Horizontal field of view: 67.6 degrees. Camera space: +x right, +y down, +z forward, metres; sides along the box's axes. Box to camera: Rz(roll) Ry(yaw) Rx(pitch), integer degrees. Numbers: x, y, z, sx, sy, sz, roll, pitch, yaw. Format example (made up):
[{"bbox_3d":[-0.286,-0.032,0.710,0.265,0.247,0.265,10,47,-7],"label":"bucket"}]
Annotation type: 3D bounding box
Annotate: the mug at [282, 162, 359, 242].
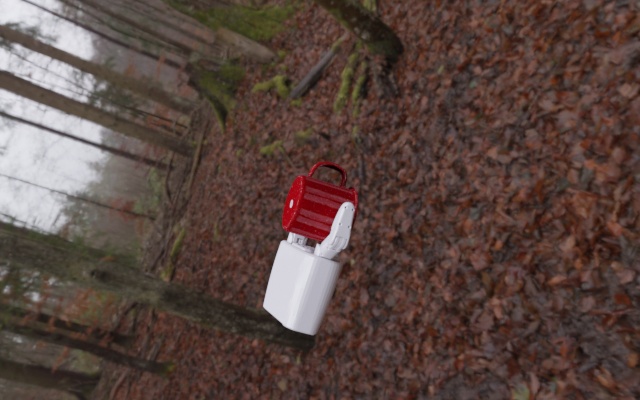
[{"bbox_3d":[0.000,0.001,0.669,0.081,0.117,0.093,17,-2,-16],"label":"mug"}]
